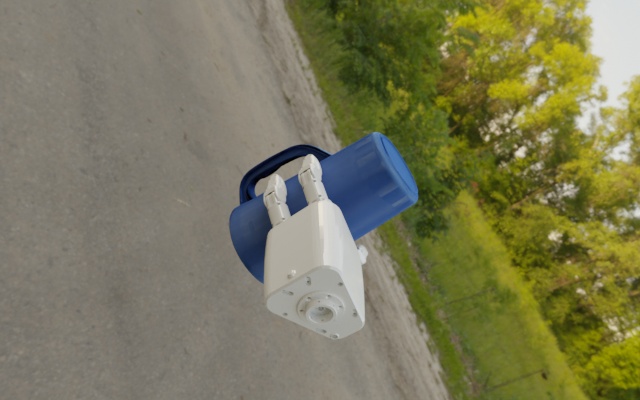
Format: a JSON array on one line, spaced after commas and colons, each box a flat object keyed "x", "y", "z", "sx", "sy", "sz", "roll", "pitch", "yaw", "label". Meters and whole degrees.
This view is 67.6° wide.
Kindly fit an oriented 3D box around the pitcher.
[{"x": 0.000, "y": 0.002, "z": 0.658, "sx": 0.243, "sy": 0.149, "sz": 0.145, "roll": -31, "pitch": 29, "yaw": 19, "label": "pitcher"}]
